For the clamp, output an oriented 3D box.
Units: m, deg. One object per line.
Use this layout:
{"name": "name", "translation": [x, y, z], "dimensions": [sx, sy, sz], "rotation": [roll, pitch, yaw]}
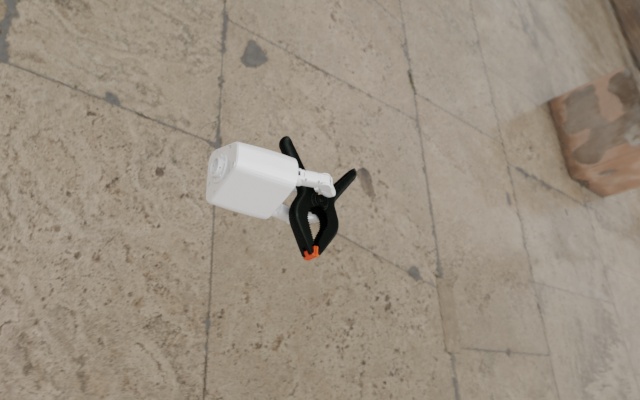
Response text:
{"name": "clamp", "translation": [0.000, 0.003, 0.819], "dimensions": [0.164, 0.210, 0.036], "rotation": [15, -29, -33]}
